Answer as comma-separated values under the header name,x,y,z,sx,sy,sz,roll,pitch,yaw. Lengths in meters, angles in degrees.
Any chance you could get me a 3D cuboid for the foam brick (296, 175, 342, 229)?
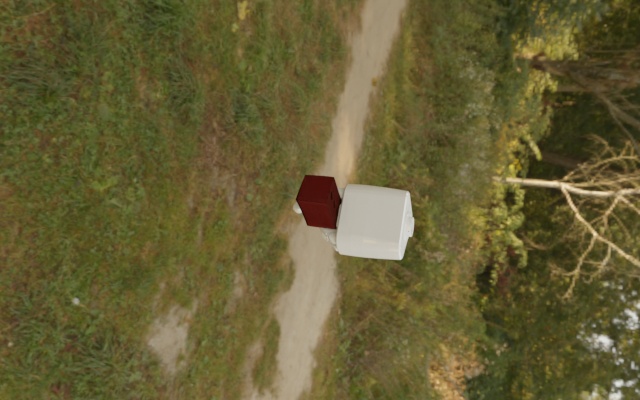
name,x,y,z,sx,sy,sz,roll,pitch,yaw
foam brick,0.000,0.002,0.771,0.051,0.053,0.078,6,-33,19
